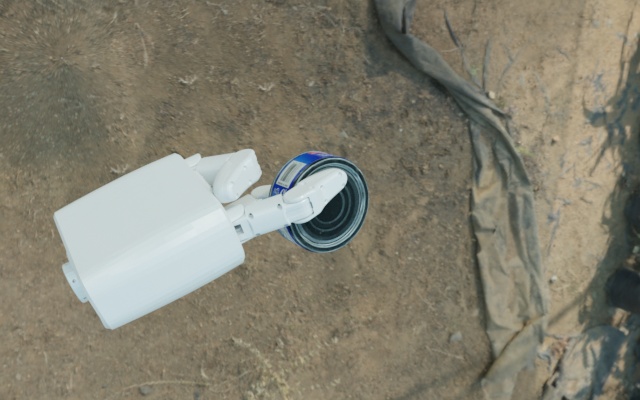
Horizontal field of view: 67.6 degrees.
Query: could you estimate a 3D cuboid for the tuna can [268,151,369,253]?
[{"bbox_3d":[0.000,0.001,0.415,0.086,0.086,0.033,0,12,-33],"label":"tuna can"}]
